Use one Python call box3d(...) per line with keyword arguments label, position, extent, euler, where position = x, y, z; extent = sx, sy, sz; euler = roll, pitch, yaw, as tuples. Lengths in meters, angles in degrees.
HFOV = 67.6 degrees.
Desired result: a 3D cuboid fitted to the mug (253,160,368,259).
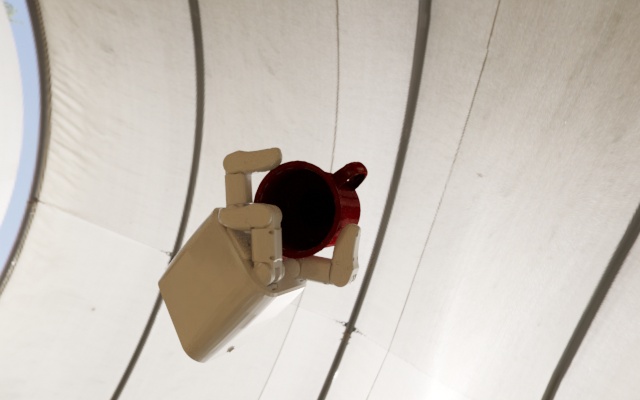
box3d(label="mug", position=(0.001, 0.001, 0.483), extent=(0.117, 0.093, 0.081), euler=(-43, -17, 17))
